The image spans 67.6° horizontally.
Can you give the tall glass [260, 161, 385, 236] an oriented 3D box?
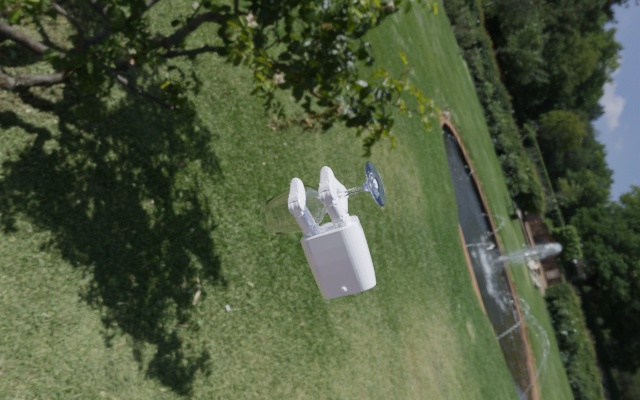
[{"bbox_3d":[0.001,0.002,0.787,0.201,0.079,0.079,-18,-7,23],"label":"tall glass"}]
